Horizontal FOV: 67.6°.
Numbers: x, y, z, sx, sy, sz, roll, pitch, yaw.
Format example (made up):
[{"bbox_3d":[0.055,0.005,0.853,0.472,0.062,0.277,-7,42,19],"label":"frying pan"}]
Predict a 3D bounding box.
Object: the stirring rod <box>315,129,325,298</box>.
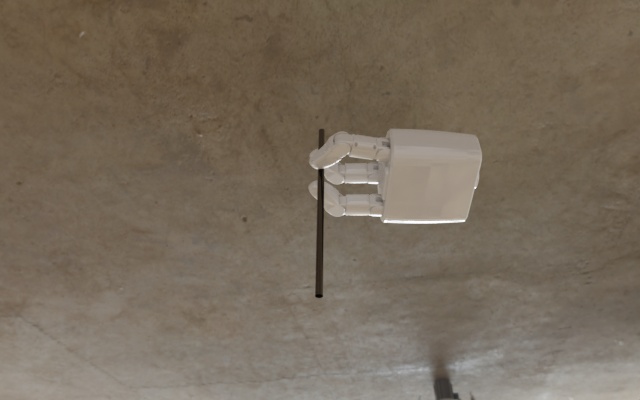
[{"bbox_3d":[0.000,0.002,0.548,0.011,0.239,0.011,1,-39,0],"label":"stirring rod"}]
